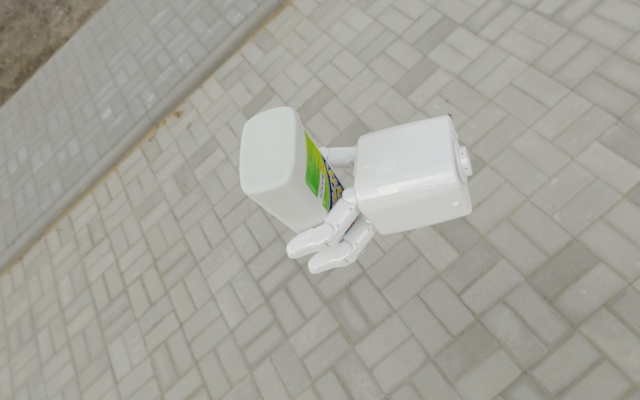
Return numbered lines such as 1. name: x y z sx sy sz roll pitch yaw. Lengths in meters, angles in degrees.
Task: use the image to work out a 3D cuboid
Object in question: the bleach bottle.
1. bleach bottle: 0.000 0.002 0.570 0.068 0.102 0.251 -13 -31 22
